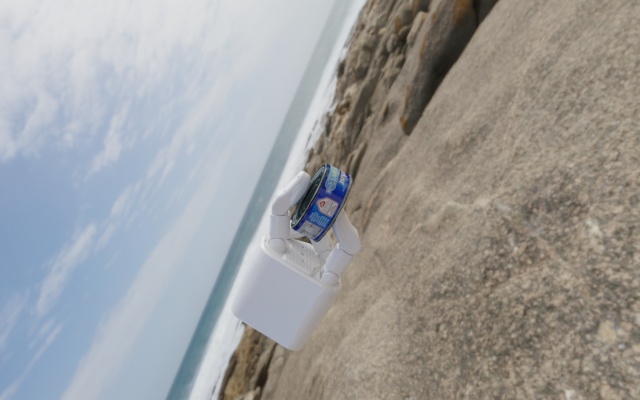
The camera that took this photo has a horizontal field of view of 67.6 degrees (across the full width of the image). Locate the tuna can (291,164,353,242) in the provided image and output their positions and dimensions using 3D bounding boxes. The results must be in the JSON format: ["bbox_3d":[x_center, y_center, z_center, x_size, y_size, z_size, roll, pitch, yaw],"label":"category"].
[{"bbox_3d":[0.000,0.001,0.540,0.034,0.086,0.086,28,-5,-10],"label":"tuna can"}]
